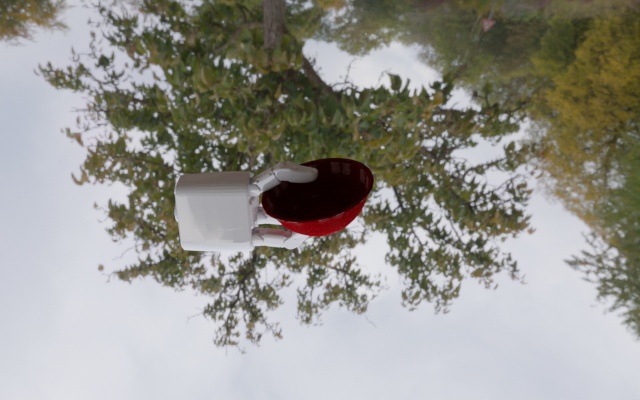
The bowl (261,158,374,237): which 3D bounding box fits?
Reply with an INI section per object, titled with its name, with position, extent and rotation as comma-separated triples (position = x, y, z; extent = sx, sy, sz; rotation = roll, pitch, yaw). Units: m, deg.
[bowl]
position = 0.001, 0.003, 0.682
extent = 0.162, 0.055, 0.162
rotation = -11, 33, 7
